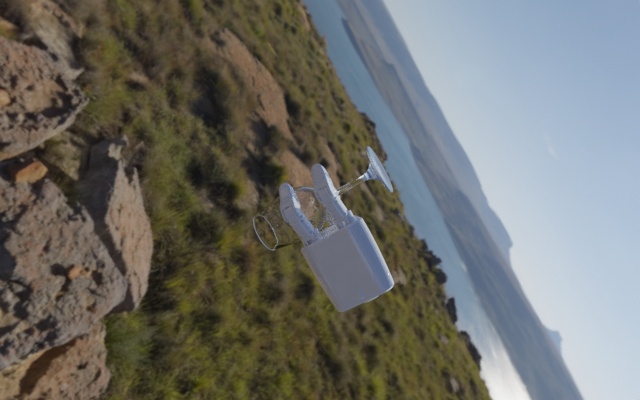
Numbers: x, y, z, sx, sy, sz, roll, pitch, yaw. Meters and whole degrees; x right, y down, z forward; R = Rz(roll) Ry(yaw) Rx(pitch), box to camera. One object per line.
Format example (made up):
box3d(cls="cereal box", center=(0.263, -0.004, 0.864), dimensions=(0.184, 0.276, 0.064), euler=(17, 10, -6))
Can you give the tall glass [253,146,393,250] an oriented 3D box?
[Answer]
box3d(cls="tall glass", center=(0.001, 0.002, 0.698), dimensions=(0.201, 0.079, 0.079), euler=(-28, -8, 16))
